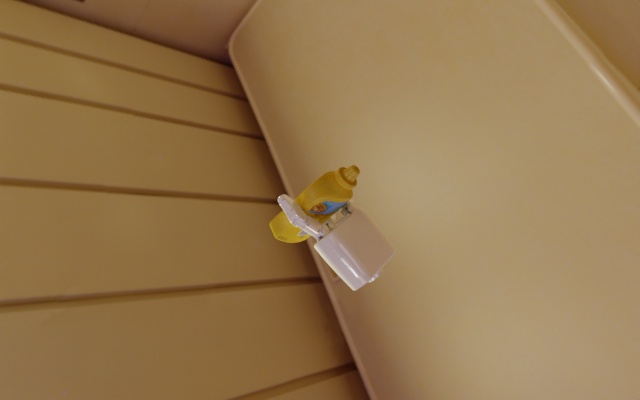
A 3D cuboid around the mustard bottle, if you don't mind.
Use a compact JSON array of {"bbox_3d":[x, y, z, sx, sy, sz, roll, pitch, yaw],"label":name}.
[{"bbox_3d":[0.000,0.003,0.836,0.096,0.058,0.192,1,-35,-48],"label":"mustard bottle"}]
